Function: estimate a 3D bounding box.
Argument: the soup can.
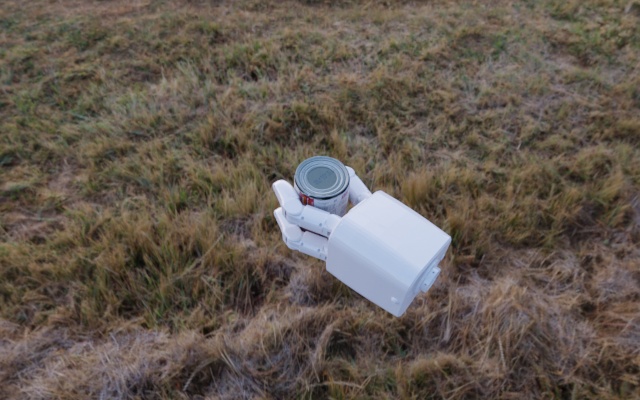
[{"bbox_3d":[0.000,0.001,0.604,0.068,0.068,0.102,0,-37,-3],"label":"soup can"}]
